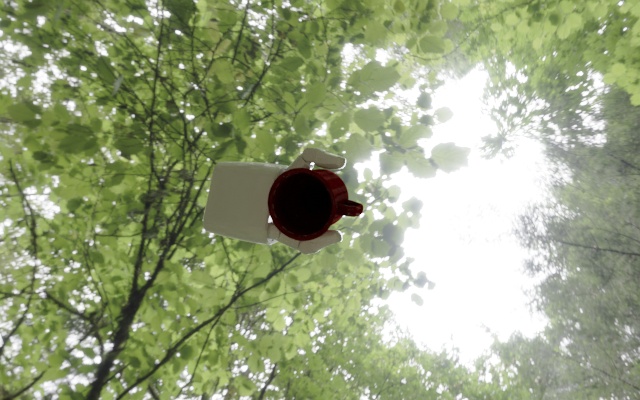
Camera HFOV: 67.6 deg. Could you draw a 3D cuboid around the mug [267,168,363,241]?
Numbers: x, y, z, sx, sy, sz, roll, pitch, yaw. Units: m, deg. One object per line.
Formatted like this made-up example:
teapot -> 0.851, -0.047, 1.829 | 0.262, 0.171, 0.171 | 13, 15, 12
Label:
mug -> 0.002, 0.002, 0.632 | 0.117, 0.093, 0.081 | 8, 10, 19
